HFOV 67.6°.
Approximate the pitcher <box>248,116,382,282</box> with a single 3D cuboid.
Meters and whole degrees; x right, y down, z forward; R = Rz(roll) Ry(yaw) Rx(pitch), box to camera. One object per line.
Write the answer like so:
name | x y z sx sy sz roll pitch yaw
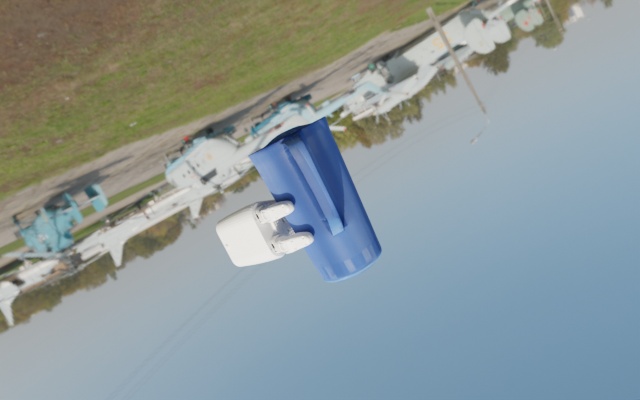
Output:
pitcher | 0.000 0.002 0.740 0.145 0.243 0.149 -20 11 40
